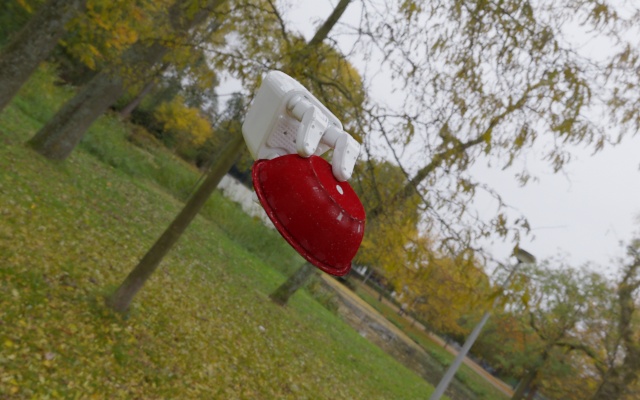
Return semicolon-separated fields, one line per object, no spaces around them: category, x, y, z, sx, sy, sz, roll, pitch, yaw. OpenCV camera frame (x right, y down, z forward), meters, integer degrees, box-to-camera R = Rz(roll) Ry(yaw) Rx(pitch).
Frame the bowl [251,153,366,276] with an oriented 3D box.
bowl;0.001;0.002;0.528;0.055;0.162;0.162;-39;-14;18
